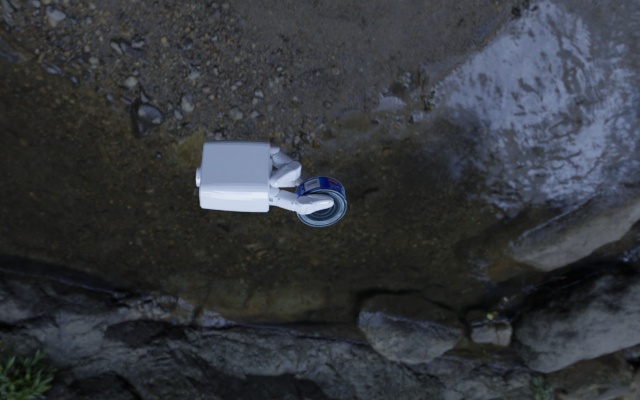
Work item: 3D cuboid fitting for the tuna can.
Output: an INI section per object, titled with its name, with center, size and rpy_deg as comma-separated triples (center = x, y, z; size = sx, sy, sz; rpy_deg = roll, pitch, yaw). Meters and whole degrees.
[tuna can]
center = 0.000, 0.003, 0.787
size = 0.086, 0.086, 0.033
rpy_deg = 0, 42, -10
